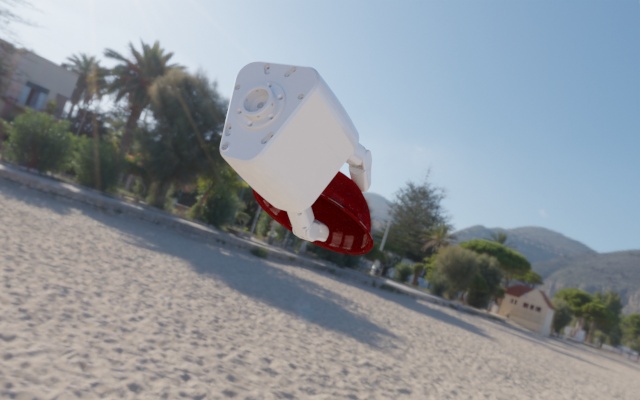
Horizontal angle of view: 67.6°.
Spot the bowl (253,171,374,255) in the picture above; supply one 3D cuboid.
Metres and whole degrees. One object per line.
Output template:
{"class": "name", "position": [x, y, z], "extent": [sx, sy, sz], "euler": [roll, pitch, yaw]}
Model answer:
{"class": "bowl", "position": [0.000, 0.002, 0.585], "extent": [0.162, 0.055, 0.162], "euler": [24, -24, 11]}
